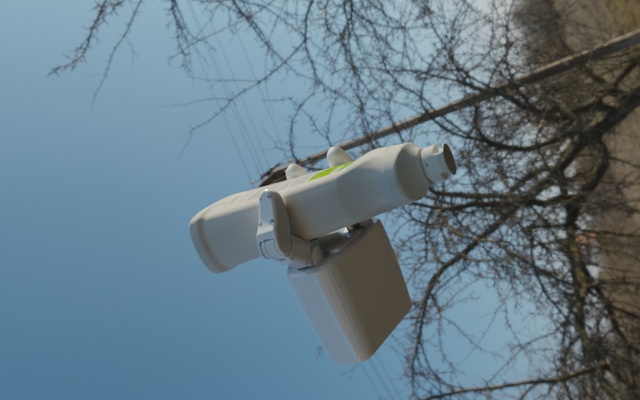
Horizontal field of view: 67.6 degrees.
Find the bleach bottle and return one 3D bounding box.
[{"bbox_3d":[0.000,0.001,0.450,0.251,0.068,0.102,-18,12,30],"label":"bleach bottle"}]
